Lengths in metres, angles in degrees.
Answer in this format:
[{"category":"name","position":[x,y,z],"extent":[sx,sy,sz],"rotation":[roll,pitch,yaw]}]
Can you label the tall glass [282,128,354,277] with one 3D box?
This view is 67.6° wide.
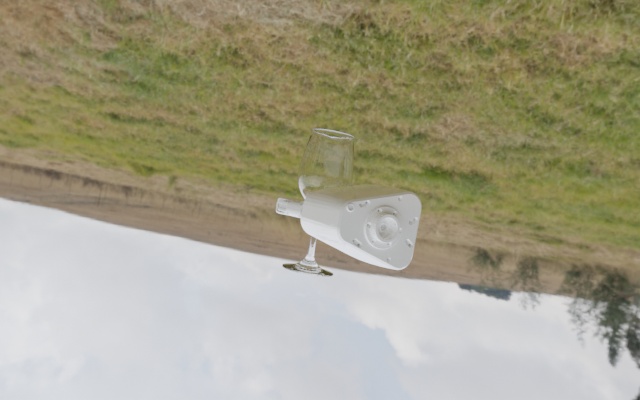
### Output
[{"category":"tall glass","position":[0.000,0.003,0.681],"extent":[0.079,0.201,0.079],"rotation":[10,0,0]}]
